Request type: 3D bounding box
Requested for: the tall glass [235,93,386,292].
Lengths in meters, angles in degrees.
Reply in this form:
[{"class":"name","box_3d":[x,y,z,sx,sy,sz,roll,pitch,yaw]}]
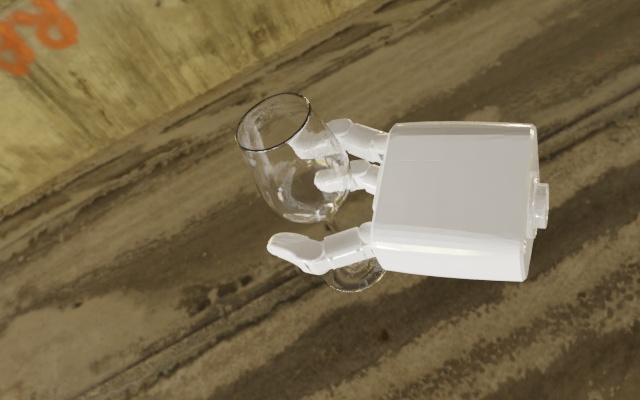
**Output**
[{"class":"tall glass","box_3d":[0.000,0.002,0.422,0.079,0.079,0.201,0,-37,27]}]
